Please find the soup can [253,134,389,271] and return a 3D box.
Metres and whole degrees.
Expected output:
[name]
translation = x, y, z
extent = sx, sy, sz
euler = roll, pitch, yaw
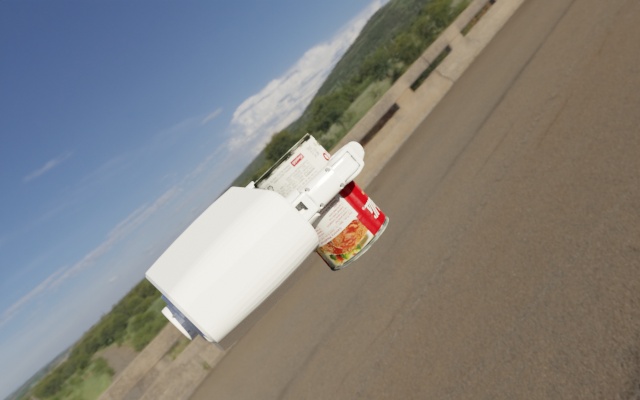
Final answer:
[soup can]
translation = 0.000, 0.001, 0.415
extent = 0.068, 0.102, 0.068
euler = -42, 7, 6
